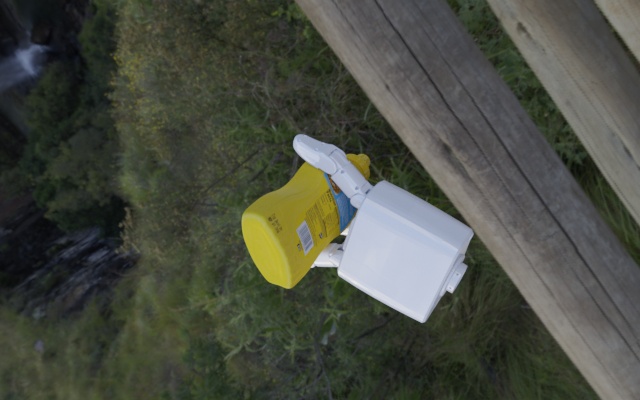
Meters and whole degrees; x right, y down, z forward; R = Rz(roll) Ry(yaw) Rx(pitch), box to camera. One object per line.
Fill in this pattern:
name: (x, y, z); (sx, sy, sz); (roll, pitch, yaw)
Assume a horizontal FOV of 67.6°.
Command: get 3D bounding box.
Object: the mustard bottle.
mustard bottle: (0.000, 0.002, 0.530); (0.058, 0.096, 0.191); (9, 39, 39)
